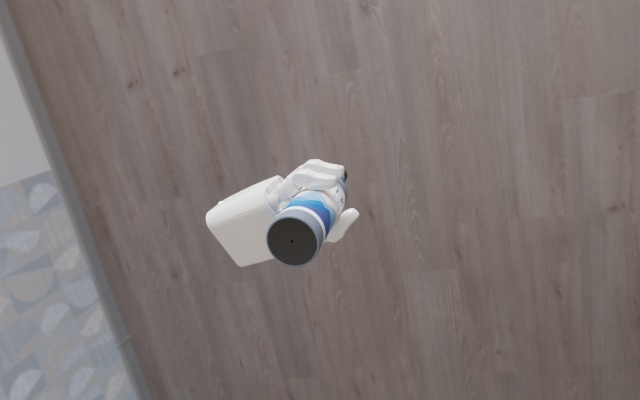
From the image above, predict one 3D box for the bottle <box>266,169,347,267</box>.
[{"bbox_3d":[0.000,0.002,0.702,0.069,0.069,0.295,0,19,14],"label":"bottle"}]
